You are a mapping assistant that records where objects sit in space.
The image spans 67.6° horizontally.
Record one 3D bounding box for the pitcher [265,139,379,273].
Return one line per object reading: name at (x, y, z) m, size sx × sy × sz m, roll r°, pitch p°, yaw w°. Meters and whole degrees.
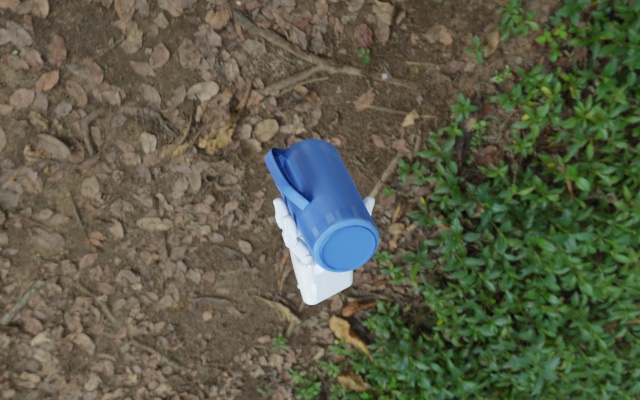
pitcher at (0.000, 0.003, 0.814) m, size 0.149 × 0.145 × 0.242 m, roll -13°, pitch 38°, yaw -11°
